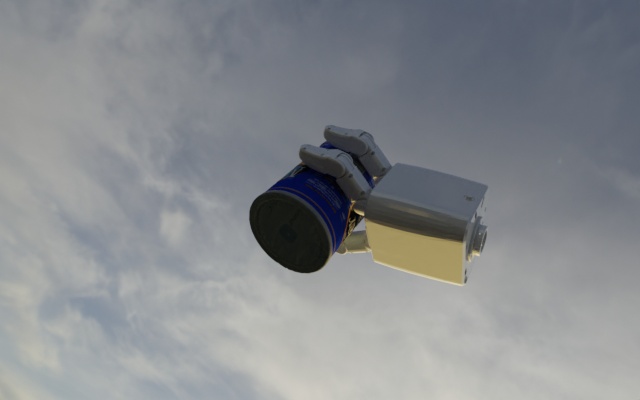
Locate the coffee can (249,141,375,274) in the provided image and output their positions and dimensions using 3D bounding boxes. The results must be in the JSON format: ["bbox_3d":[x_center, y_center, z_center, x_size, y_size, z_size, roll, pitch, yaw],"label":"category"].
[{"bbox_3d":[0.000,0.002,0.554,0.103,0.103,0.140,0,30,35],"label":"coffee can"}]
